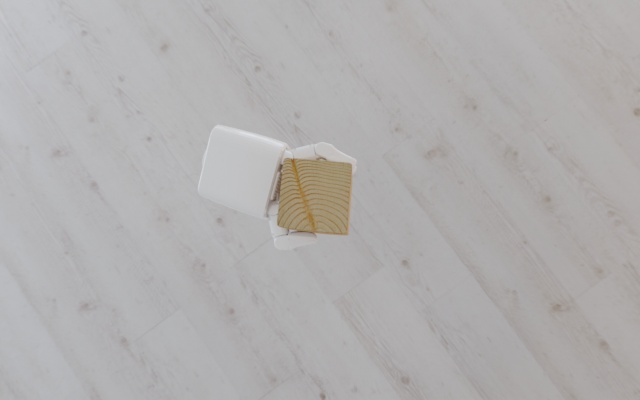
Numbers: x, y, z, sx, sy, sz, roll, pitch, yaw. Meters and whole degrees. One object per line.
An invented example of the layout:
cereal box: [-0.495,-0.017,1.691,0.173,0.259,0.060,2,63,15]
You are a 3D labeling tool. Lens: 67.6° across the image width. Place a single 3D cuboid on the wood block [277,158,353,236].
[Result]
wood block: [0.000,0.003,0.697,0.090,0.091,0.206,5,-4,5]
